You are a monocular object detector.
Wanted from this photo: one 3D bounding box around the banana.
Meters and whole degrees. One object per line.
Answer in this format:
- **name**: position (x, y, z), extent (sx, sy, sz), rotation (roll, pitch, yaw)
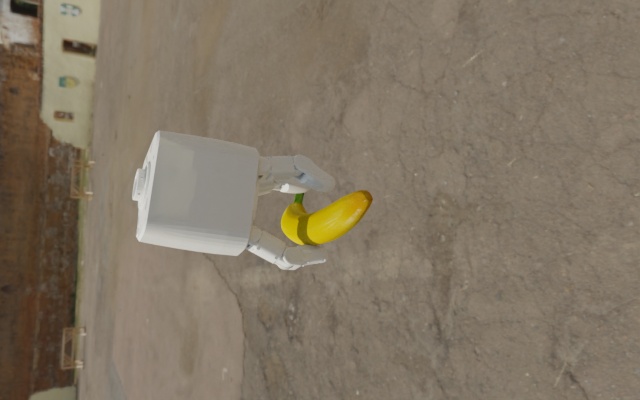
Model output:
- **banana**: position (-0.006, 0.020, 0.552), extent (0.037, 0.069, 0.198), rotation (17, -6, -25)
